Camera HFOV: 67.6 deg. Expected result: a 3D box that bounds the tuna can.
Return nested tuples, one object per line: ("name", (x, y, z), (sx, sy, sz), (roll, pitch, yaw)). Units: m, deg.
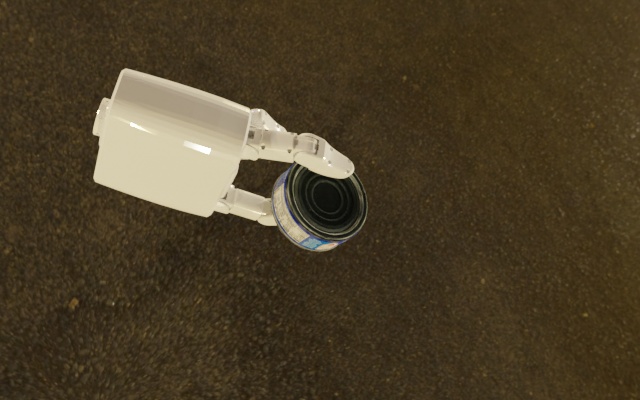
("tuna can", (0.000, 0.001, 0.437), (0.086, 0.086, 0.034), (0, -20, -31))
